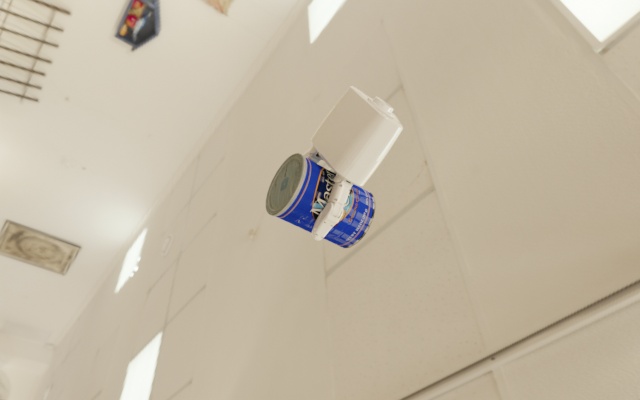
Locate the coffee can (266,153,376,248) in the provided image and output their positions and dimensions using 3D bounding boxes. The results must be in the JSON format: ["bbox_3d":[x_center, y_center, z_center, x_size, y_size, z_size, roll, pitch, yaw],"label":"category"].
[{"bbox_3d":[0.000,0.003,0.749,0.140,0.102,0.103,27,-13,-27],"label":"coffee can"}]
